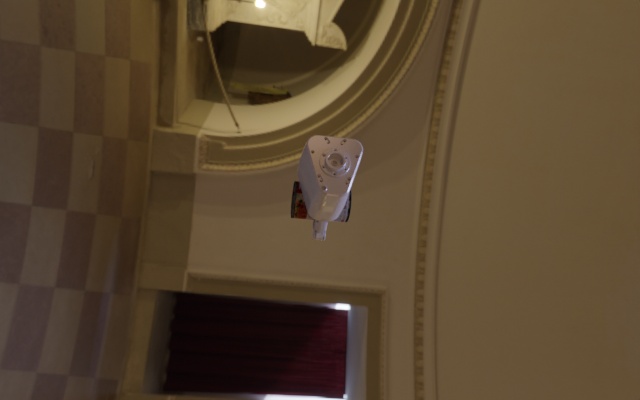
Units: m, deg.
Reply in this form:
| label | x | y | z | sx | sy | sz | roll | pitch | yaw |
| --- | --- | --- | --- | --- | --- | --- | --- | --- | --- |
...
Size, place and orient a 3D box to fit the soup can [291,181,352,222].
| label | x | y | z | sx | sy | sz | roll | pitch | yaw |
| --- | --- | --- | --- | --- | --- | --- | --- | --- | --- |
| soup can | 0.000 | 0.003 | 0.866 | 0.102 | 0.068 | 0.068 | 5 | -1 | -7 |
